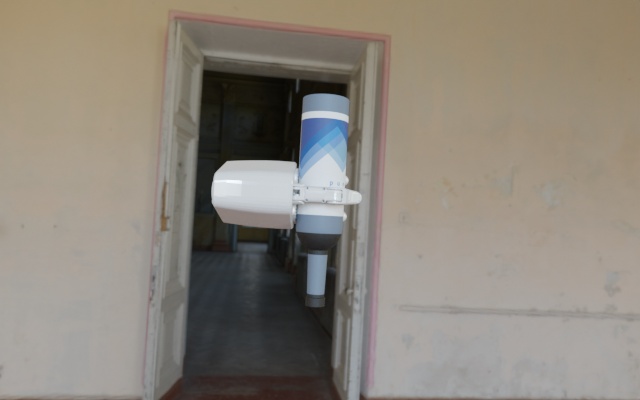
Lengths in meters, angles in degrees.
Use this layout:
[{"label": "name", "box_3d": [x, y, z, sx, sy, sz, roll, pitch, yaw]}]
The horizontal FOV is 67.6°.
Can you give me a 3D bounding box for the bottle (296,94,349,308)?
[{"label": "bottle", "box_3d": [0.000, 0.002, 0.679, 0.069, 0.295, 0.069, 3, -2, 0]}]
